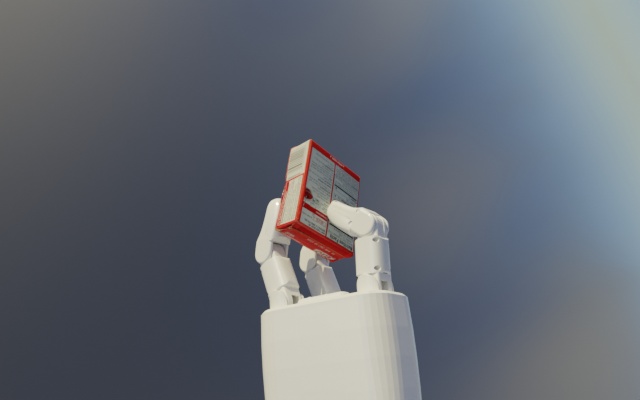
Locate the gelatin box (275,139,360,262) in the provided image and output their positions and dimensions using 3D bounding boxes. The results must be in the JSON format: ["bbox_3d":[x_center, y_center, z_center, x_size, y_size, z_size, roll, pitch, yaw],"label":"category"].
[{"bbox_3d":[0.000,0.001,0.434,0.030,0.089,0.073,-19,-40,39],"label":"gelatin box"}]
